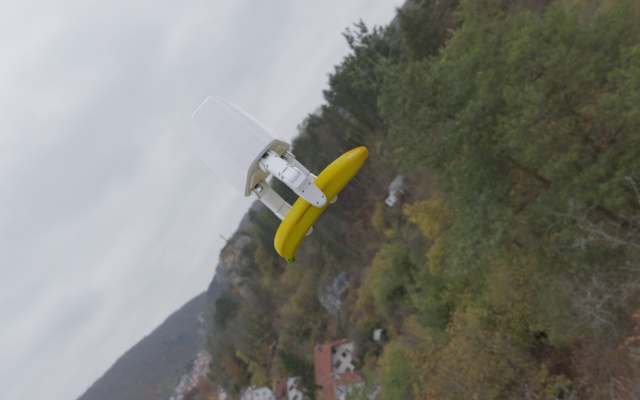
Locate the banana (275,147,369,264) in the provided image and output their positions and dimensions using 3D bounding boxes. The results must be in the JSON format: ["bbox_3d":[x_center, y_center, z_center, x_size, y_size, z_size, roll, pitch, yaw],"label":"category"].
[{"bbox_3d":[-0.008,0.006,0.635,0.037,0.198,0.069,40,15,13],"label":"banana"}]
